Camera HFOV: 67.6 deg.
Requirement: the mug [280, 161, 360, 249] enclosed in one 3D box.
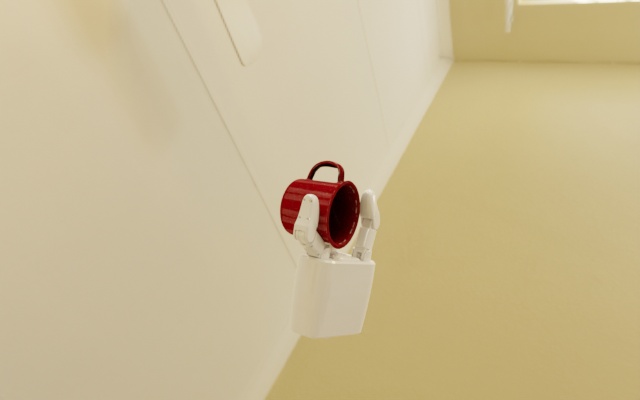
[{"bbox_3d":[0.000,0.001,0.660,0.081,0.117,0.093,9,0,30],"label":"mug"}]
